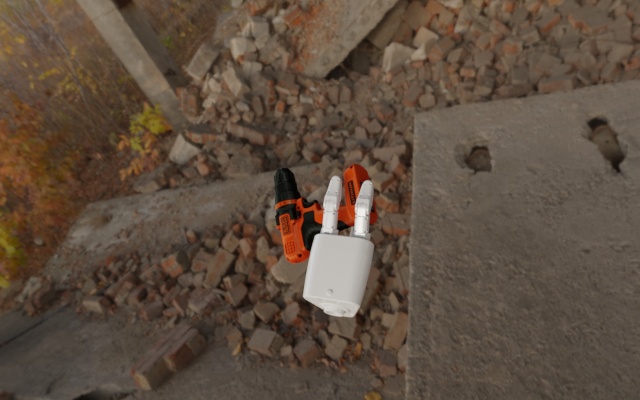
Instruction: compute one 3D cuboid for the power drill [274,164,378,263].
[{"bbox_3d":[0.001,0.003,0.851,0.188,0.184,0.057,-22,-20,30],"label":"power drill"}]
